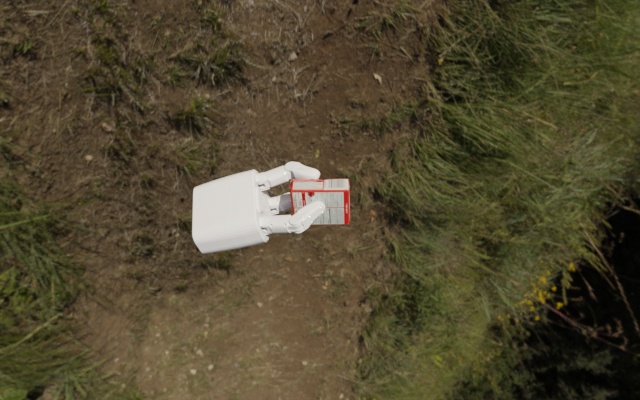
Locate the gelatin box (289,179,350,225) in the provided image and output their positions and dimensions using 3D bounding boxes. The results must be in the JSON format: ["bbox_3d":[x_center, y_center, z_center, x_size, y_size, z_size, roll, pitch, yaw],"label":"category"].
[{"bbox_3d":[0.000,0.003,0.730,0.089,0.073,0.030,0,43,4],"label":"gelatin box"}]
